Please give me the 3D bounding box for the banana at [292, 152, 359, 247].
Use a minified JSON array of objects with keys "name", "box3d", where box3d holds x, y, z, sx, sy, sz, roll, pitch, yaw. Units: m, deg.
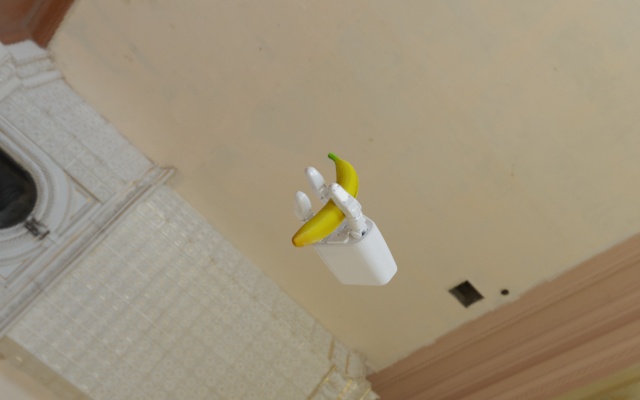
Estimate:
[{"name":"banana","box3d":[0.019,0.002,0.756,0.069,0.197,0.037,7,-42,20]}]
